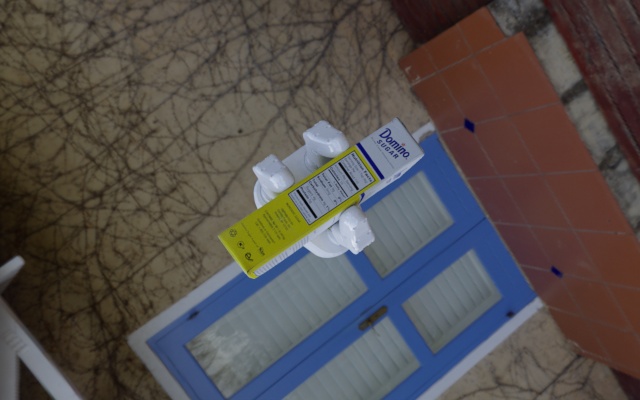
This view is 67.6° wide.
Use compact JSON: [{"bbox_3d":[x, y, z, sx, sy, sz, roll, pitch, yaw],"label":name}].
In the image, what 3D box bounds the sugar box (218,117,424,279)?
[{"bbox_3d":[0.000,0.001,0.421,0.176,0.048,0.093,-36,-5,-10],"label":"sugar box"}]
